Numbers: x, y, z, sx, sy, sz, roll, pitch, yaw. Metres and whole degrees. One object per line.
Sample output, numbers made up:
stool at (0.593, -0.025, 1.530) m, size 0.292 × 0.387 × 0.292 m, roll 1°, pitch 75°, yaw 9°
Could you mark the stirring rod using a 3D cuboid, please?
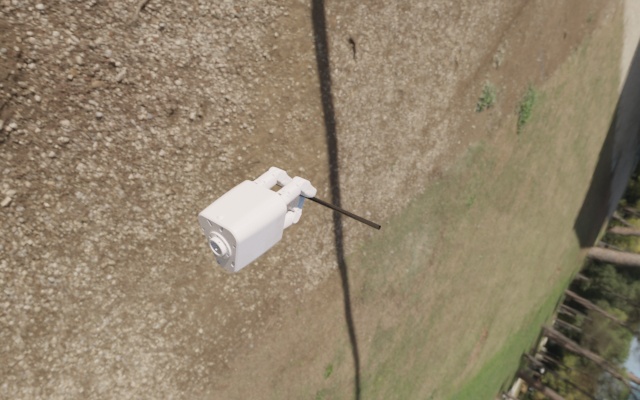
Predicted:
stirring rod at (0.000, 0.003, 0.821) m, size 0.239 × 0.011 × 0.011 m, roll 23°, pitch 13°, yaw 32°
